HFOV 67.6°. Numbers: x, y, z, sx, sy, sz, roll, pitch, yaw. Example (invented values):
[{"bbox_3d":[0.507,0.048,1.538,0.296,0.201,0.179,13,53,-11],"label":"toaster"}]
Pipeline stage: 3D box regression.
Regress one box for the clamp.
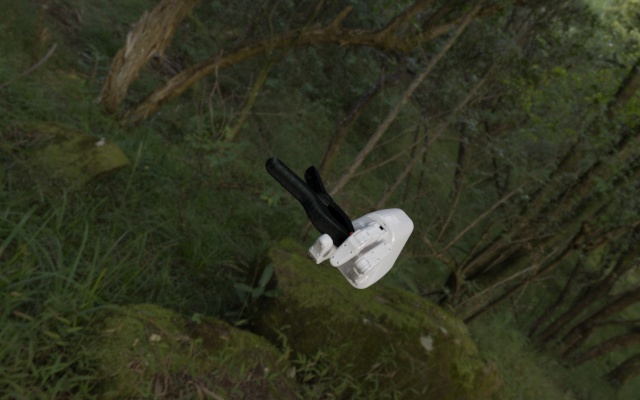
[{"bbox_3d":[0.001,0.002,0.705,0.039,0.171,0.120,-45,-15,27],"label":"clamp"}]
